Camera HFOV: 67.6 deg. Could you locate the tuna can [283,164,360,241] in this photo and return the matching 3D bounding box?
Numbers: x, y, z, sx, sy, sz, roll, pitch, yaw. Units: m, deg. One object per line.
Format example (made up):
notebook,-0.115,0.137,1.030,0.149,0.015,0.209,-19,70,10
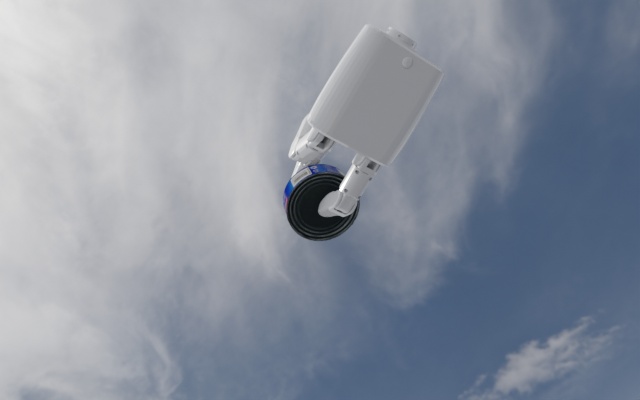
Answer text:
tuna can,0.000,0.002,0.554,0.086,0.086,0.033,0,24,-14
